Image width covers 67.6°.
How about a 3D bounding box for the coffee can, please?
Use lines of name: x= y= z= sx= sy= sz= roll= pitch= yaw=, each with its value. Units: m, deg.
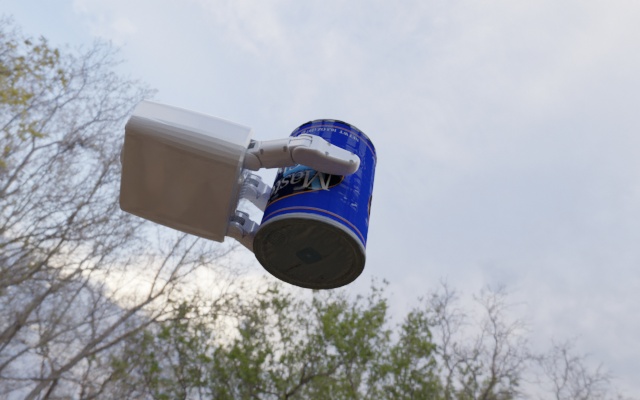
coffee can: x=0.000 y=0.002 z=0.474 sx=0.103 sy=0.140 sz=0.103 roll=7 pitch=-44 yaw=6
